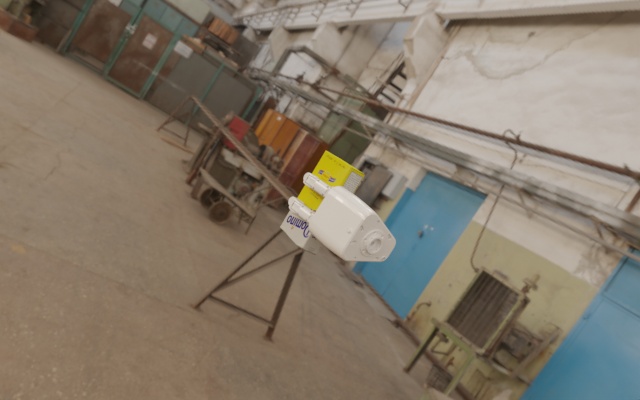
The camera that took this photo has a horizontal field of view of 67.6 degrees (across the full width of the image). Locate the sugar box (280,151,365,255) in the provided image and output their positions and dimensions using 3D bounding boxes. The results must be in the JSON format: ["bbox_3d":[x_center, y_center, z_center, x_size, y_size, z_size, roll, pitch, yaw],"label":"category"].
[{"bbox_3d":[0.000,0.003,0.898,0.048,0.176,0.093,28,6,-40],"label":"sugar box"}]
